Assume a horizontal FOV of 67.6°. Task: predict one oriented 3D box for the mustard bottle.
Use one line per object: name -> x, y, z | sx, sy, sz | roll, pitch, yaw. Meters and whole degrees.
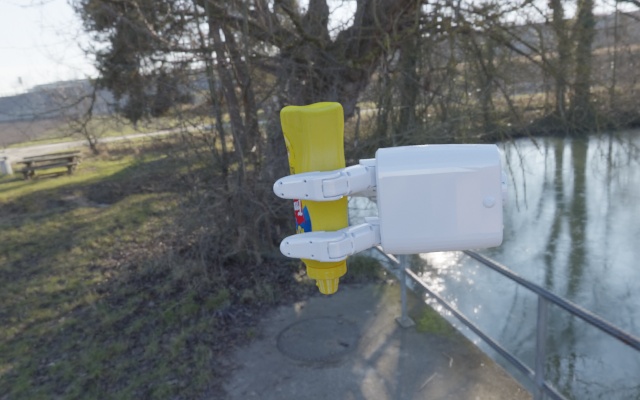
mustard bottle -> 0.000, 0.001, 0.475 | 0.058, 0.192, 0.096 | -9, 14, -11
